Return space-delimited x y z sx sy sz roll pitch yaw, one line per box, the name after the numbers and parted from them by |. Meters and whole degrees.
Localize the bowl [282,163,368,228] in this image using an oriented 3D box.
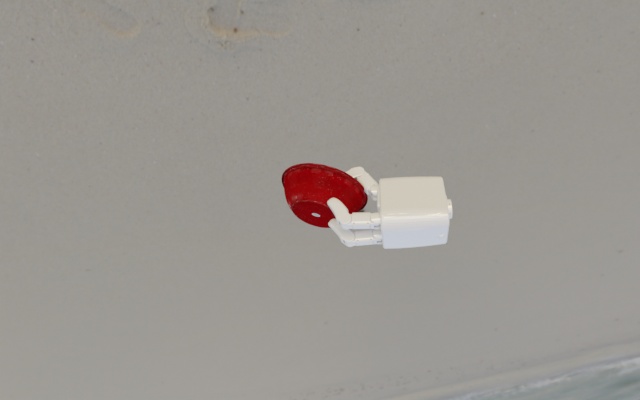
-0.001 0.003 0.850 0.162 0.055 0.162 13 -29 8 | bowl
